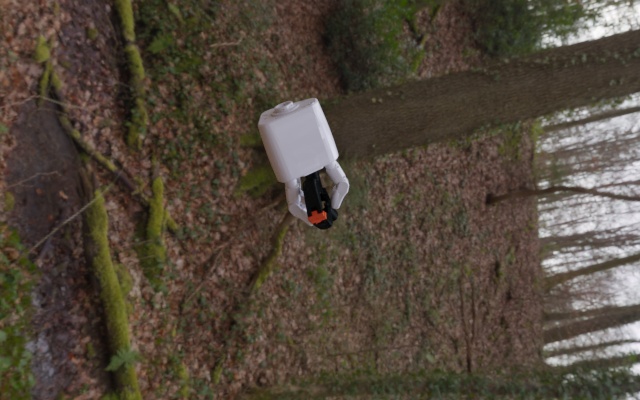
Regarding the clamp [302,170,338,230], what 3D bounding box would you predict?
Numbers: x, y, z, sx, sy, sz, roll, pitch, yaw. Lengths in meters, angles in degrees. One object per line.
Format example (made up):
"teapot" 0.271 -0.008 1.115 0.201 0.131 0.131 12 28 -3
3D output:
"clamp" 0.001 0.003 0.867 0.036 0.165 0.210 -21 24 8
